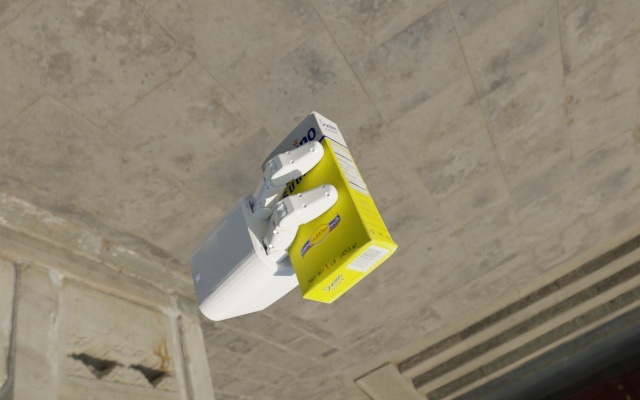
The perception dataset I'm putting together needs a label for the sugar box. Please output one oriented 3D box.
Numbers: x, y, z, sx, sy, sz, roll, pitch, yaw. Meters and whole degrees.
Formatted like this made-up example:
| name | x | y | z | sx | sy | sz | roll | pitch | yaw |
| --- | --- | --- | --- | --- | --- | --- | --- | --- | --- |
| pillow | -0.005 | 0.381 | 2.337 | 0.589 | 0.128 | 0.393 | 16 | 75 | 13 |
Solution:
| name | x | y | z | sx | sy | sz | roll | pitch | yaw |
| --- | --- | --- | --- | --- | --- | --- | --- | --- | --- |
| sugar box | 0.000 | 0.002 | 0.479 | 0.093 | 0.176 | 0.048 | -43 | -39 | 24 |
